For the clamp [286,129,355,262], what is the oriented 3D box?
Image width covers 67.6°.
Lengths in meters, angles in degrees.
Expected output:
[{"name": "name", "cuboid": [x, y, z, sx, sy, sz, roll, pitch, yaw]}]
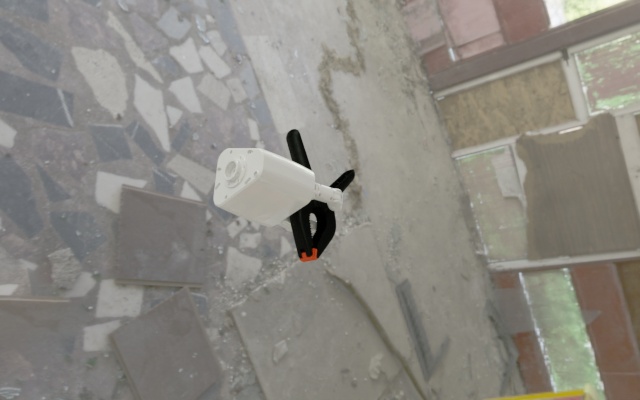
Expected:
[{"name": "clamp", "cuboid": [0.001, 0.003, 0.796, 0.036, 0.210, 0.164, -16, -28, 41]}]
